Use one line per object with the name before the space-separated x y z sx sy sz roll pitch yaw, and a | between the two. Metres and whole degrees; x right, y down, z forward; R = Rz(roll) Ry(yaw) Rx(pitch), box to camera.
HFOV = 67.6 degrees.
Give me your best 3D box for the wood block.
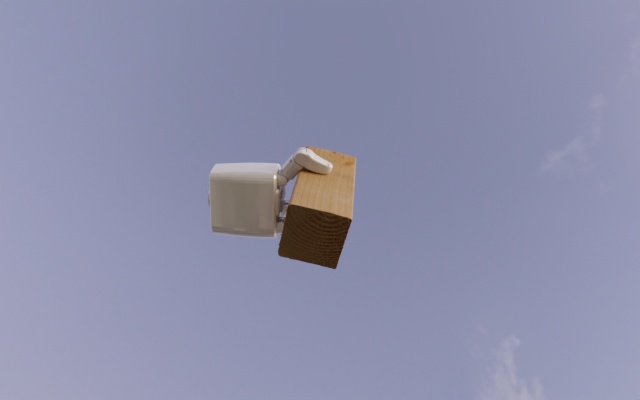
wood block | 0.000 0.002 0.746 0.090 0.091 0.206 14 30 -2
